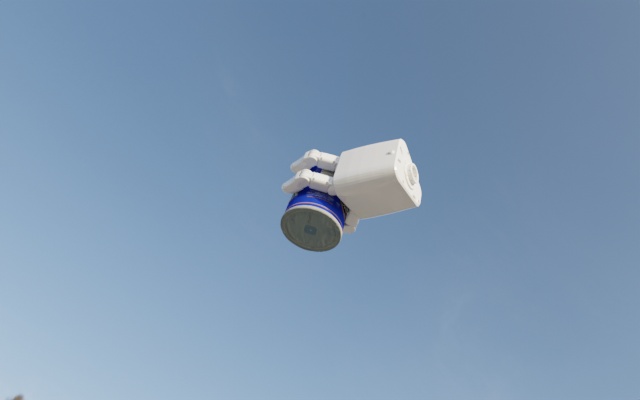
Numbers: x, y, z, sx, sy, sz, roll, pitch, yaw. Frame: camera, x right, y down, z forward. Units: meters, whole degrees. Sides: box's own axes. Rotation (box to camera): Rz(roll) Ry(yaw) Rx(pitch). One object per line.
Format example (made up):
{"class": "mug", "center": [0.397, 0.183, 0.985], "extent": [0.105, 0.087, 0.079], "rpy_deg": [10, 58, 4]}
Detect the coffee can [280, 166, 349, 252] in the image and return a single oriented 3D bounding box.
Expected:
{"class": "coffee can", "center": [0.000, 0.003, 0.821], "extent": [0.103, 0.103, 0.140], "rpy_deg": [0, 42, 18]}
